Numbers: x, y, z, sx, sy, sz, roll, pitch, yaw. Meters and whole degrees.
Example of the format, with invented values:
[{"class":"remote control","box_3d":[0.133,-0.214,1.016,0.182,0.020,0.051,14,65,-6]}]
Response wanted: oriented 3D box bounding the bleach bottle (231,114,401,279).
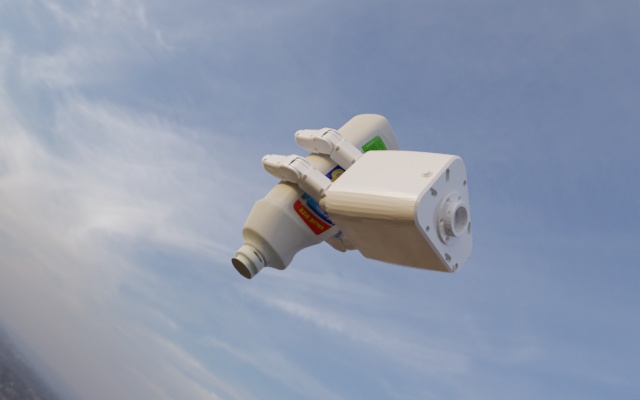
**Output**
[{"class":"bleach bottle","box_3d":[0.000,0.002,0.549,0.068,0.103,0.250,7,41,45]}]
